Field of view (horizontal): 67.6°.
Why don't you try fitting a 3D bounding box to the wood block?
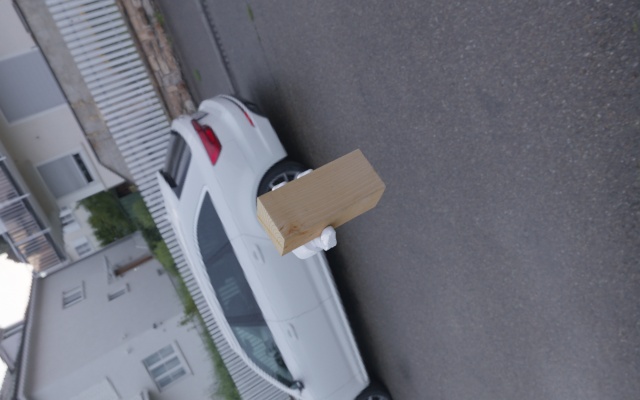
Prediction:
[{"bbox_3d":[0.000,0.003,0.847,0.206,0.090,0.090,-27,-19,-19],"label":"wood block"}]
